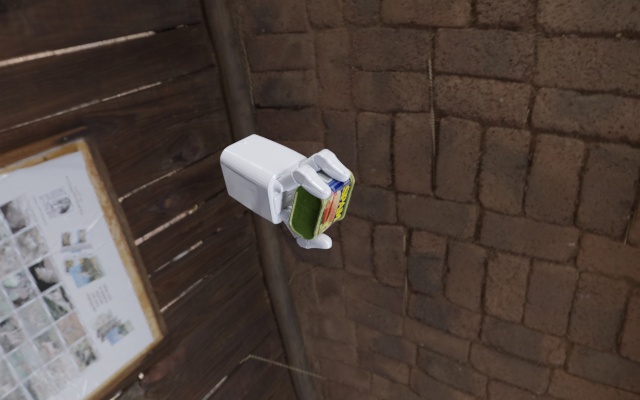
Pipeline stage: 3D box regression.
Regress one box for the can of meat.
[{"bbox_3d":[0.000,0.003,0.742,0.057,0.102,0.084,31,40,21],"label":"can of meat"}]
